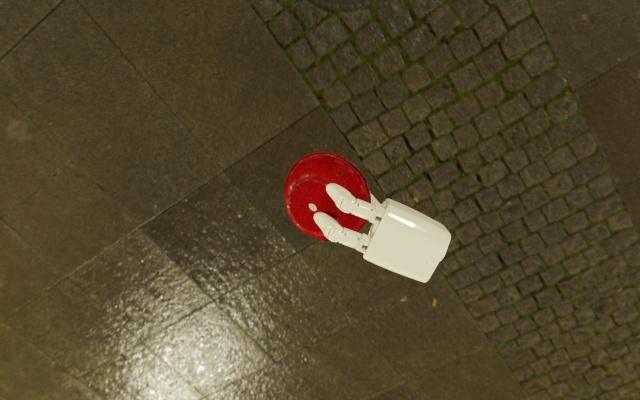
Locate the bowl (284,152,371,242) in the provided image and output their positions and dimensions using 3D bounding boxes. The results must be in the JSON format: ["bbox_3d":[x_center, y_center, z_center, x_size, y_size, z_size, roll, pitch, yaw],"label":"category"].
[{"bbox_3d":[-0.001,0.002,0.798,0.162,0.162,0.055,0,17,25],"label":"bowl"}]
